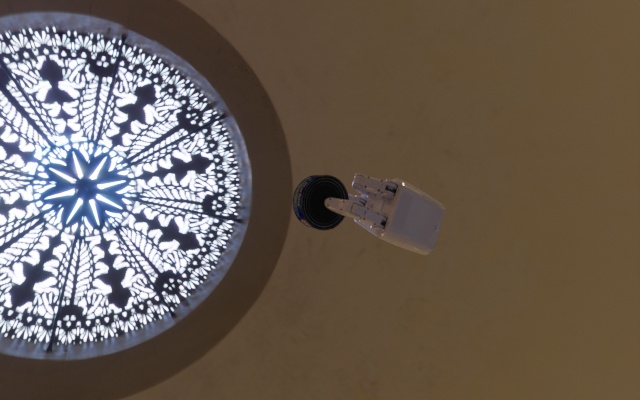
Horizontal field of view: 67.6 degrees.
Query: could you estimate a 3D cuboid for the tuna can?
[{"bbox_3d":[0.000,0.002,0.748,0.086,0.086,0.034,0,4,-32],"label":"tuna can"}]
